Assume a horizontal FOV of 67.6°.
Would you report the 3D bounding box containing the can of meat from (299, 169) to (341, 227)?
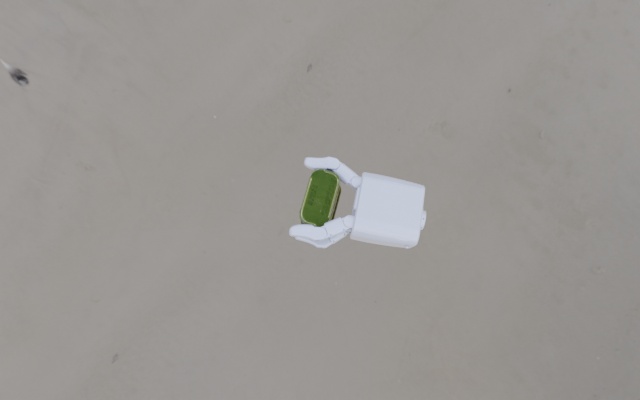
[{"bbox_3d":[0.000,0.002,0.813,0.057,0.102,0.084,15,-9,4],"label":"can of meat"}]
